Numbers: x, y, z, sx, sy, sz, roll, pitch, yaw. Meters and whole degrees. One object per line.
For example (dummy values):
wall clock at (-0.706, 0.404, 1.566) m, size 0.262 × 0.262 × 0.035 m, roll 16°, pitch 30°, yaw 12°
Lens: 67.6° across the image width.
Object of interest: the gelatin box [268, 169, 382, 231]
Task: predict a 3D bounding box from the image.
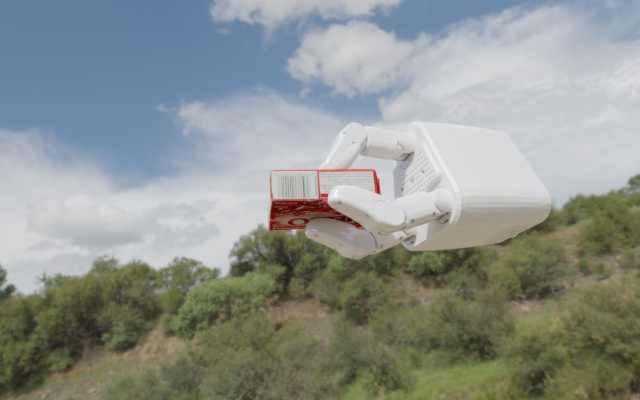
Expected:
gelatin box at (0.000, 0.001, 0.411) m, size 0.089 × 0.030 × 0.073 m, roll -1°, pitch -22°, yaw -8°
